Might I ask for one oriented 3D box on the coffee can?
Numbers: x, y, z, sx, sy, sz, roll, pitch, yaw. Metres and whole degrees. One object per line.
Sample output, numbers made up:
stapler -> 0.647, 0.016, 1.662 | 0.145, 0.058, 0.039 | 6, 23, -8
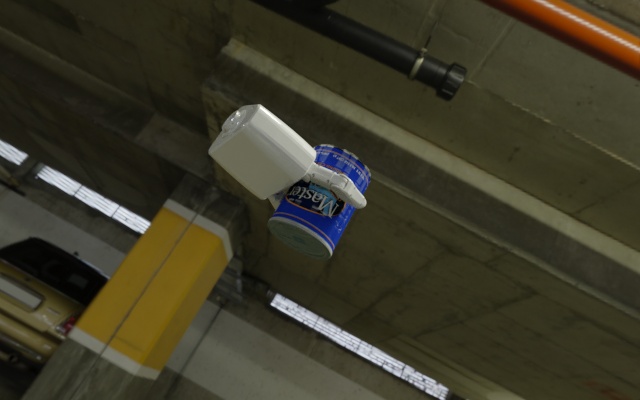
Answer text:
coffee can -> 0.000, 0.003, 0.709 | 0.103, 0.140, 0.103 | 25, -23, 11
